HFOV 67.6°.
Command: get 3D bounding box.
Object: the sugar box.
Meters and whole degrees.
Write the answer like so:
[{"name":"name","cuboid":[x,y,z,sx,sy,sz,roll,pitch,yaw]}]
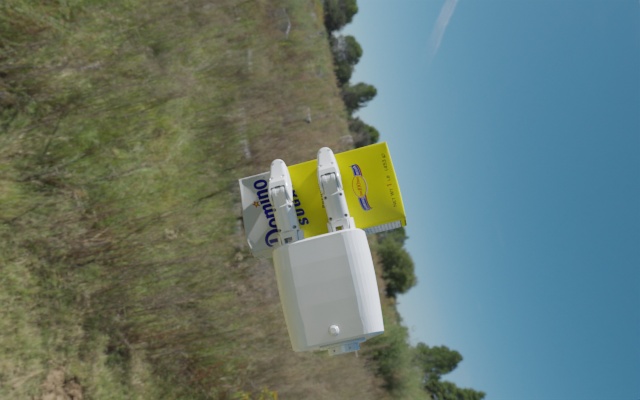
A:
[{"name":"sugar box","cuboid":[0.000,0.002,0.540,0.176,0.093,0.048,-14,-19,5]}]
